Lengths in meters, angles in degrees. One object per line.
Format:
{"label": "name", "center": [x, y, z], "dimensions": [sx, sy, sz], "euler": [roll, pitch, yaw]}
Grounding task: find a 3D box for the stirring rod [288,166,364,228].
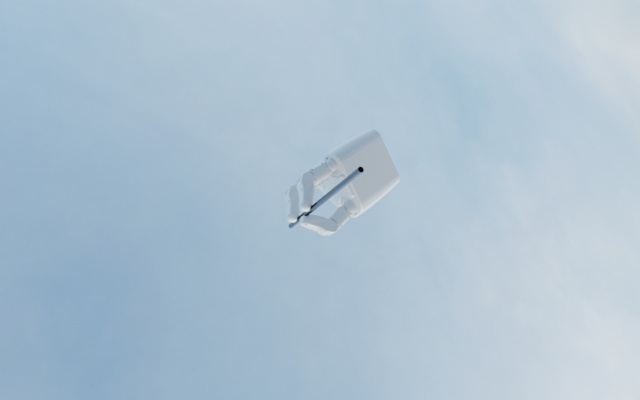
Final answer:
{"label": "stirring rod", "center": [0.000, 0.002, 0.681], "dimensions": [0.011, 0.011, 0.240], "euler": [0, -19, -26]}
